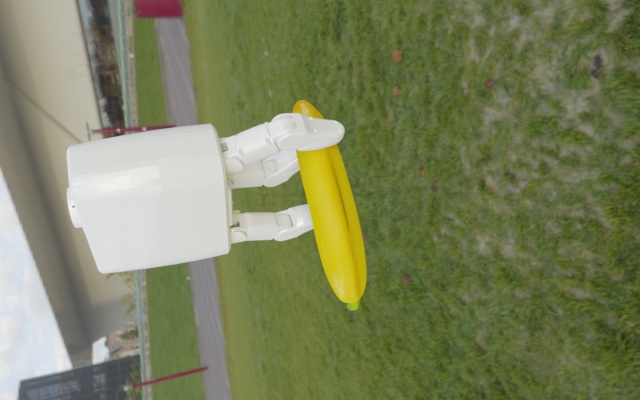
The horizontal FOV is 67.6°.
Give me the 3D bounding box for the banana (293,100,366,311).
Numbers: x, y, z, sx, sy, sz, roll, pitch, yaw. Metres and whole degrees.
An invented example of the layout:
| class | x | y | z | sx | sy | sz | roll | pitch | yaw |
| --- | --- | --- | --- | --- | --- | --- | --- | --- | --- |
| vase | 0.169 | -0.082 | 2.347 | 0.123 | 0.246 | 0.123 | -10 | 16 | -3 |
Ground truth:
| class | x | y | z | sx | sy | sz | roll | pitch | yaw |
| --- | --- | --- | --- | --- | --- | --- | --- | --- | --- |
| banana | 0.005 | 0.003 | 0.408 | 0.037 | 0.198 | 0.069 | -12 | -2 | -15 |
